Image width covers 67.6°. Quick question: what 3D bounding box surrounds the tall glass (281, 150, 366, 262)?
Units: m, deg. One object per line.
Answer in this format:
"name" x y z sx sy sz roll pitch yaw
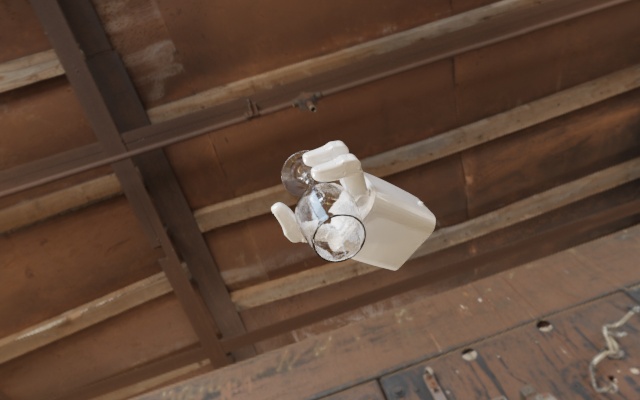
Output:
"tall glass" 0.000 0.002 0.621 0.079 0.079 0.201 0 24 -13
